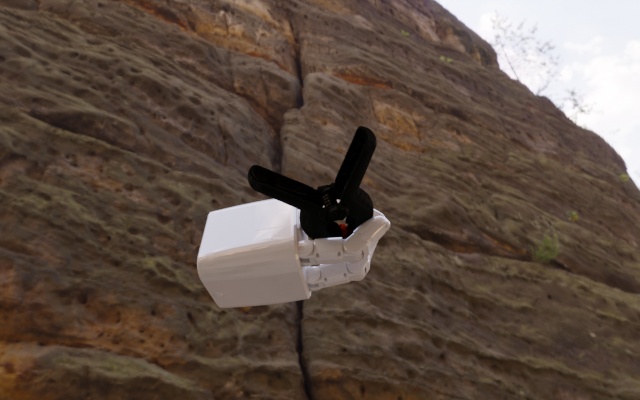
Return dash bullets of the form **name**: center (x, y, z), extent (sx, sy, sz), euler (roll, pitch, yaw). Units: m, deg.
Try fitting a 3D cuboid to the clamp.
- **clamp**: center (0.000, 0.001, 0.482), extent (0.120, 0.039, 0.172), euler (-9, -39, 2)
